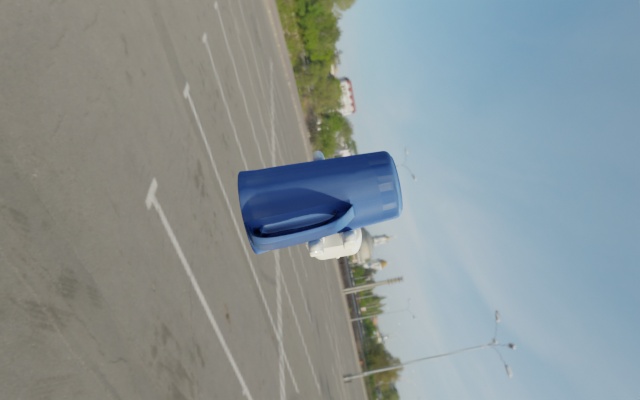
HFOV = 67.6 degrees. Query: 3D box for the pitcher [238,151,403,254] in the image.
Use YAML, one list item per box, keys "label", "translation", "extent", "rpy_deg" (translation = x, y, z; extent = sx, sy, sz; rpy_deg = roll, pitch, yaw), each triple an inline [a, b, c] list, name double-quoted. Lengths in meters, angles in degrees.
- label: "pitcher"
  translation: [0.000, 0.002, 0.740]
  extent: [0.243, 0.149, 0.145]
  rpy_deg: [-11, -19, 2]
